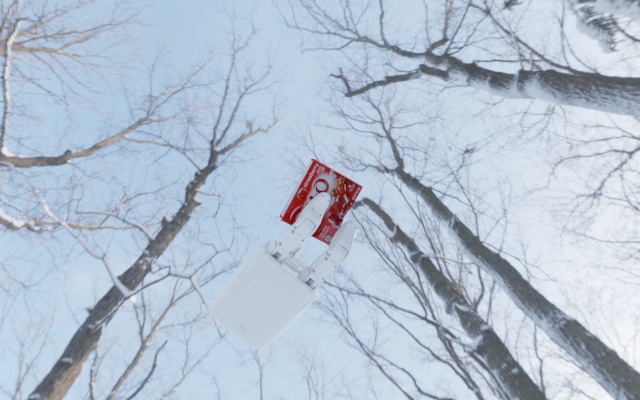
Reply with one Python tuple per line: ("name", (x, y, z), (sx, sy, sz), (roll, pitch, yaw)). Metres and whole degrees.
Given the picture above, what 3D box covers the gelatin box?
("gelatin box", (0.000, 0.002, 0.611), (0.073, 0.089, 0.030), (29, 4, -12))
